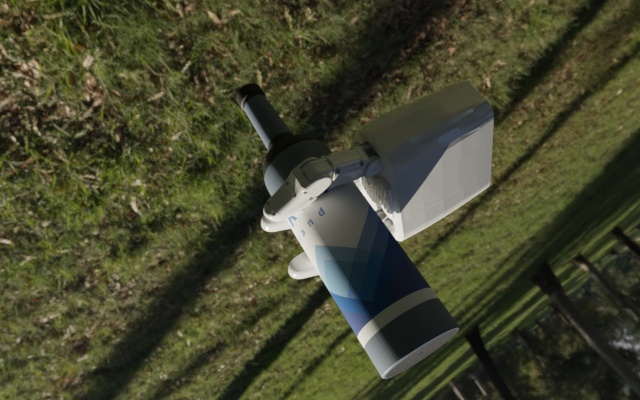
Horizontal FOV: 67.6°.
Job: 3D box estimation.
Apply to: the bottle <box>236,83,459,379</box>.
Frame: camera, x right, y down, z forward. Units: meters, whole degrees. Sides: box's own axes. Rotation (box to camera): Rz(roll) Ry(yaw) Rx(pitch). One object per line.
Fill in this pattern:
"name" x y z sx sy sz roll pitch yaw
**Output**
"bottle" 0.000 0.002 0.409 0.069 0.295 0.069 -26 -29 -15
